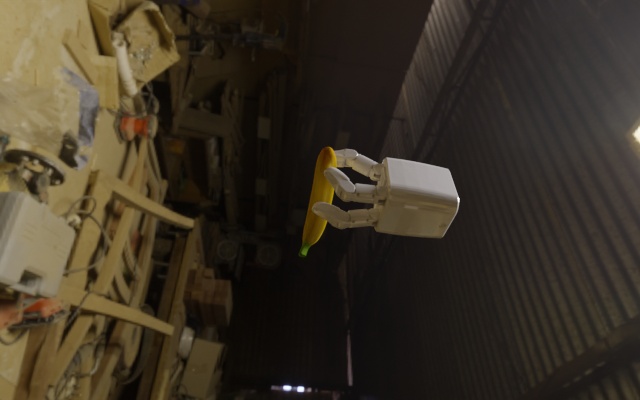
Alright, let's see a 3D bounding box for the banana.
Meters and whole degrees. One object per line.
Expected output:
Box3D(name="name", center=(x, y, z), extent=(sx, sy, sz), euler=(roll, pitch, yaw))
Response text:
Box3D(name="banana", center=(0.001, -0.003, 0.773), extent=(0.037, 0.198, 0.069), euler=(11, 27, -1))
